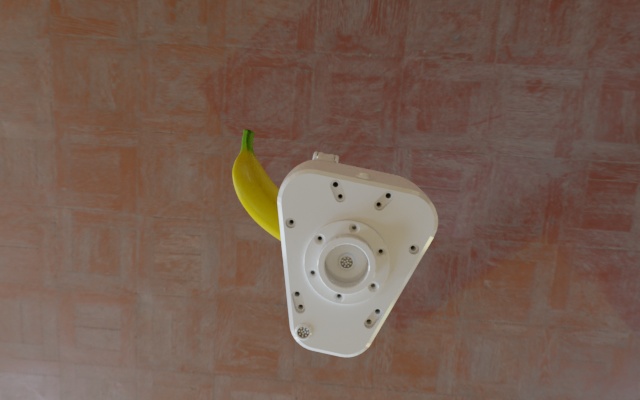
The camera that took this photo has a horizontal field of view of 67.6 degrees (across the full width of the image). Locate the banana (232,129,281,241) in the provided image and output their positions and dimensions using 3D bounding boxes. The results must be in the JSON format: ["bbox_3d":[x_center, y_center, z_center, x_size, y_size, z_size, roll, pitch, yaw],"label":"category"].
[{"bbox_3d":[-0.014,0.014,0.458,0.198,0.069,0.037,37,3,0],"label":"banana"}]
